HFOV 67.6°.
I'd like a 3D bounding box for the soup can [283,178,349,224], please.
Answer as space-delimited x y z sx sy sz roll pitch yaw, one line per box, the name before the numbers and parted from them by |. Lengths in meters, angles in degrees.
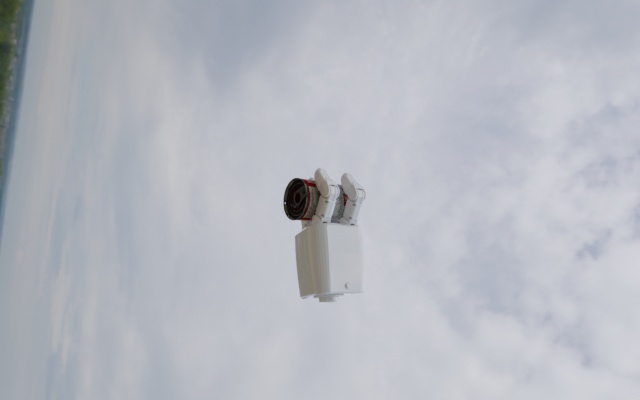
soup can | 0.000 0.002 0.779 0.102 0.068 0.068 7 -4 -35
